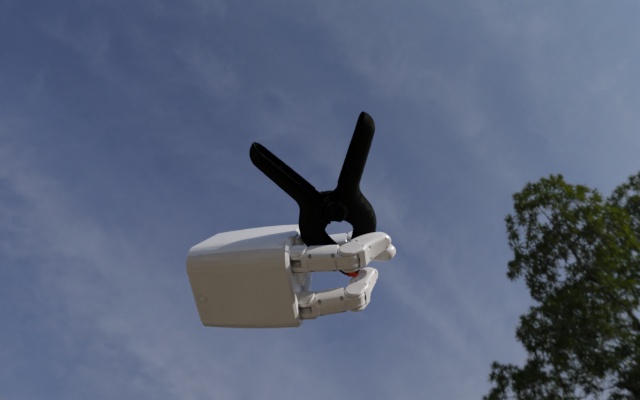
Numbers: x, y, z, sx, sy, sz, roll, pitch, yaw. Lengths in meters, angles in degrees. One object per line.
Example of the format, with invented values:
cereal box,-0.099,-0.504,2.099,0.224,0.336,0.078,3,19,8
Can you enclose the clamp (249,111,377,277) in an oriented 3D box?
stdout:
clamp,0.000,0.001,0.477,0.120,0.171,0.039,-4,23,8
